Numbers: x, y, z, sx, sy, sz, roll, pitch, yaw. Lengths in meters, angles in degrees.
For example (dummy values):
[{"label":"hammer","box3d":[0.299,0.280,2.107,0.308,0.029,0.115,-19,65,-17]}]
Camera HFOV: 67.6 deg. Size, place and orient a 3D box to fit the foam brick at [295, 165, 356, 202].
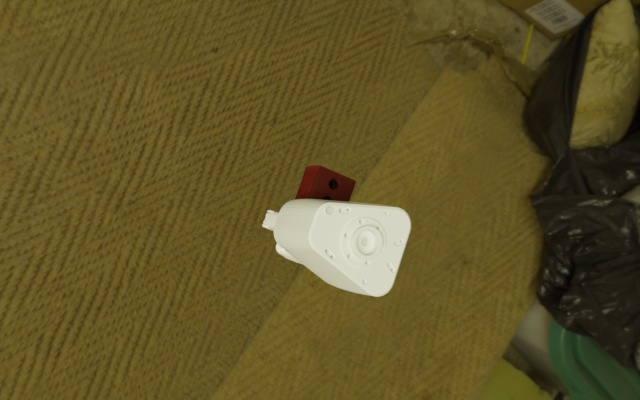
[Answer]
[{"label":"foam brick","box3d":[0.000,0.002,0.587,0.053,0.078,0.051,22,-9,-20]}]
